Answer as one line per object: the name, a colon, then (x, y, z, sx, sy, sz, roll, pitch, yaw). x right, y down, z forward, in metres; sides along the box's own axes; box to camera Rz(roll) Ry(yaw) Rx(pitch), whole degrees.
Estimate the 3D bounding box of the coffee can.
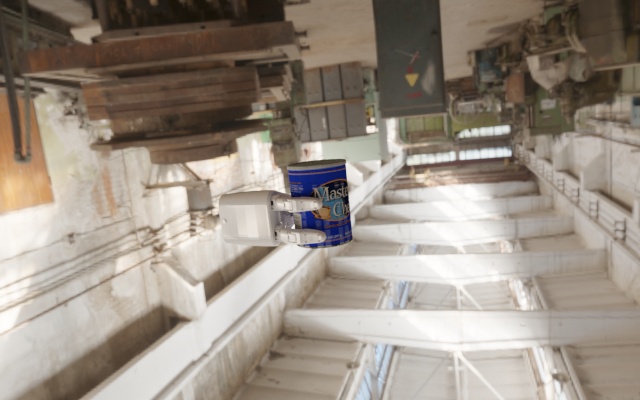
coffee can: (0.000, 0.003, 0.832, 0.103, 0.140, 0.103, -6, 9, 1)
